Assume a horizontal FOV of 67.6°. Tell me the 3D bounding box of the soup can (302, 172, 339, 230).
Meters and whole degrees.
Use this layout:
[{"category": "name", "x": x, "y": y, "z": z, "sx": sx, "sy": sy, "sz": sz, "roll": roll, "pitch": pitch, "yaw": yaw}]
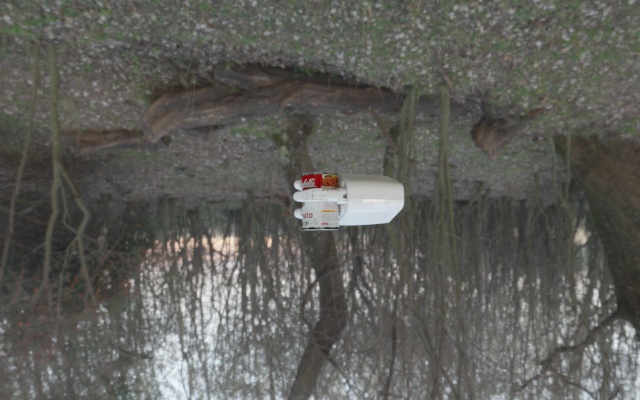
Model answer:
[{"category": "soup can", "x": 0.000, "y": 0.003, "z": 0.874, "sx": 0.068, "sy": 0.102, "sz": 0.068, "roll": -1, "pitch": -4, "yaw": 0}]
